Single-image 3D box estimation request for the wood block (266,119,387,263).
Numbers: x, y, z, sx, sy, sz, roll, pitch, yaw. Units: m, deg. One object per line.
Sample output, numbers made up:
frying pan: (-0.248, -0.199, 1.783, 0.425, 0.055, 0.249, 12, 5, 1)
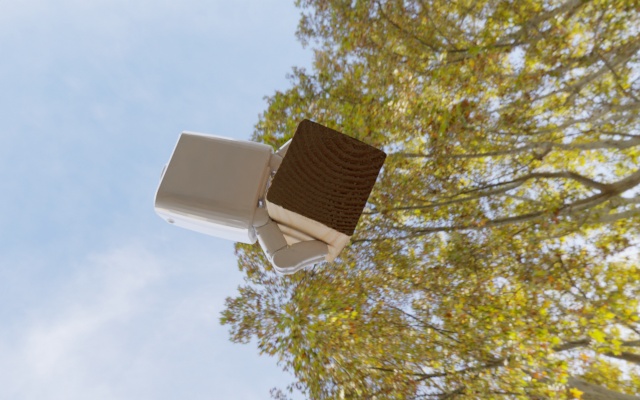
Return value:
wood block: (0.000, 0.001, 0.538, 0.090, 0.090, 0.206, 23, -14, 2)
